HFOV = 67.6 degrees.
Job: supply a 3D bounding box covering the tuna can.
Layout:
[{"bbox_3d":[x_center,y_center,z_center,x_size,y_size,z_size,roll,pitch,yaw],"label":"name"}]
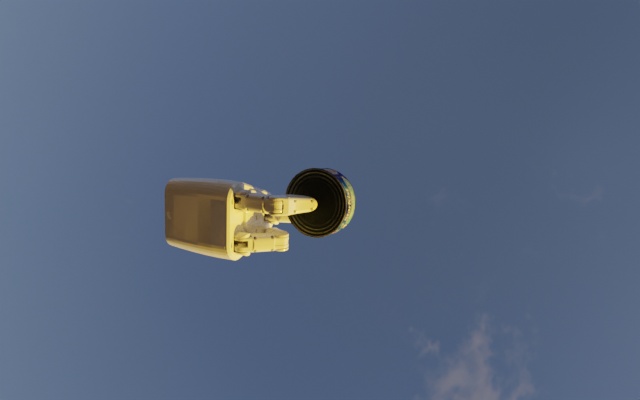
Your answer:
[{"bbox_3d":[0.000,0.002,0.598,0.086,0.086,0.034,0,5,28],"label":"tuna can"}]
